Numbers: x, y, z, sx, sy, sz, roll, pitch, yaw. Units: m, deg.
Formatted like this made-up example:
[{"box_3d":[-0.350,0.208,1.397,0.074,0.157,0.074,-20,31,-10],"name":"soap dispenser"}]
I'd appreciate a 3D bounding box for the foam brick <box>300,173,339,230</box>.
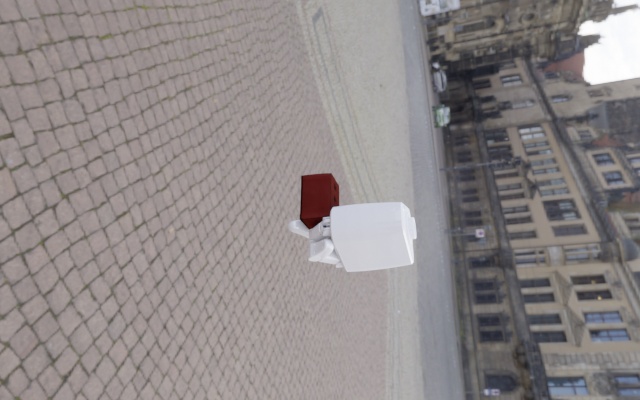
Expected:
[{"box_3d":[0.000,0.002,0.762,0.051,0.078,0.053,-7,-25,16],"name":"foam brick"}]
